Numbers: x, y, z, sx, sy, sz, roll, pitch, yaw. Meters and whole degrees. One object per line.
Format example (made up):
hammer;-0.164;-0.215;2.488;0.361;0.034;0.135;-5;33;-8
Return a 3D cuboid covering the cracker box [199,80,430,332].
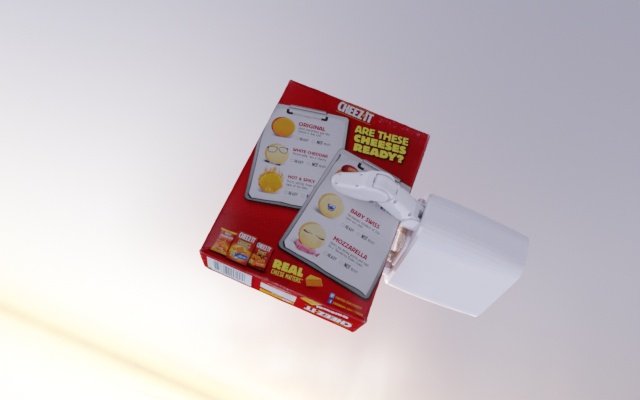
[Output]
cracker box;0.000;0.002;0.491;0.164;0.213;0.072;22;-25;2
